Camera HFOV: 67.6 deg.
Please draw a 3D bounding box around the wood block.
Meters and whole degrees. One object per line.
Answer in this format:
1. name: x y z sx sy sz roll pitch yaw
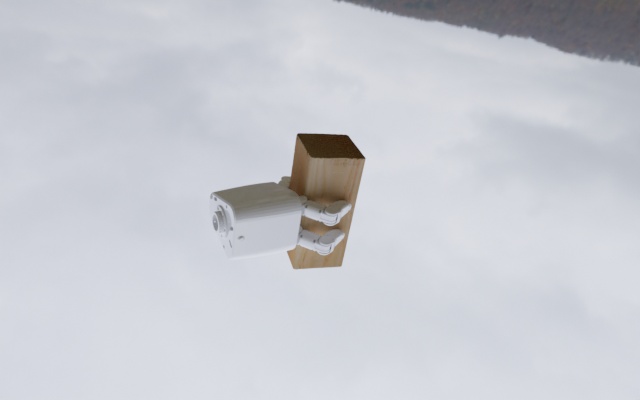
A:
1. wood block: 0.000 0.003 0.783 0.090 0.206 0.090 -1 32 -19
